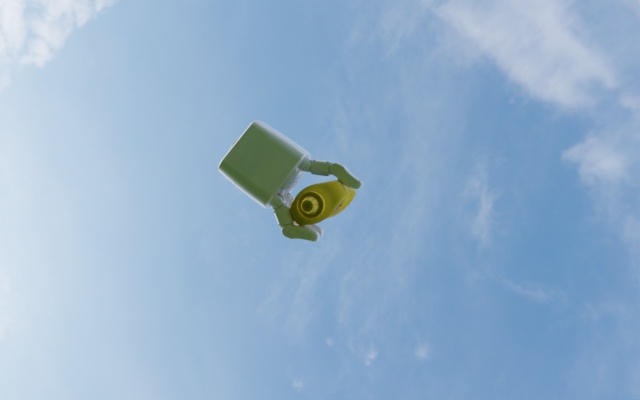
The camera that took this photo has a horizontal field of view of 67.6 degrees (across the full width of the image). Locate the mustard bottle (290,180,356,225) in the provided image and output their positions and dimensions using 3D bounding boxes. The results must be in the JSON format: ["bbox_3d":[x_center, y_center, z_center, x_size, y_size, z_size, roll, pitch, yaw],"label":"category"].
[{"bbox_3d":[0.000,0.003,0.779,0.096,0.058,0.191,-30,-4,12],"label":"mustard bottle"}]
